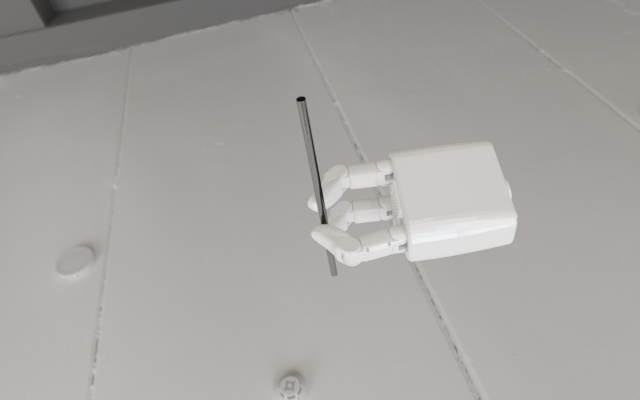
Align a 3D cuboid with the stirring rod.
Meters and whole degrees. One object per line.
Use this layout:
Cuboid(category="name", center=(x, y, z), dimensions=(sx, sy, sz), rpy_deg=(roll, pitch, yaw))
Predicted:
Cuboid(category="stirring rod", center=(0.000, 0.002, 0.473), dimensions=(0.011, 0.011, 0.240), rpy_deg=(0, -44, 11))
